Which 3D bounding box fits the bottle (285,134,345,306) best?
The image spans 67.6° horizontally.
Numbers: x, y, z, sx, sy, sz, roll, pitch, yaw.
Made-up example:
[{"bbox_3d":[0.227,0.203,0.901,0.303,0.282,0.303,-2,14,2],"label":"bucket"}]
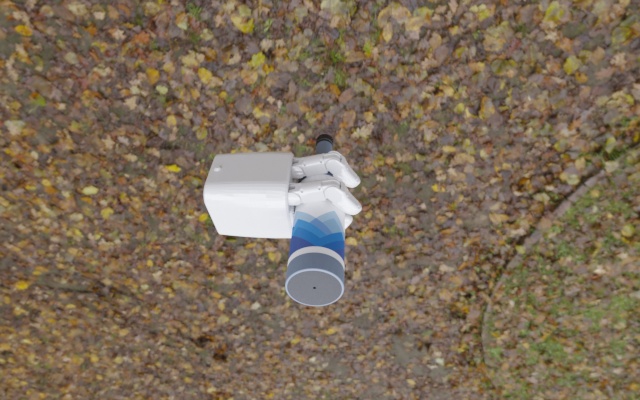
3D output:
[{"bbox_3d":[0.000,0.002,0.645,0.069,0.069,0.295,0,41,4],"label":"bottle"}]
